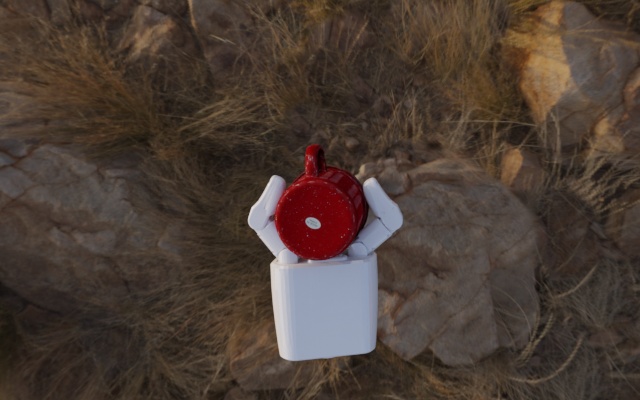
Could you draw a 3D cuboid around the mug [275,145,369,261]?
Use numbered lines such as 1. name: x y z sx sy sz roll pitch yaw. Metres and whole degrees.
1. mug: 0.000 0.000 0.488 0.093 0.117 0.081 -3 8 9
